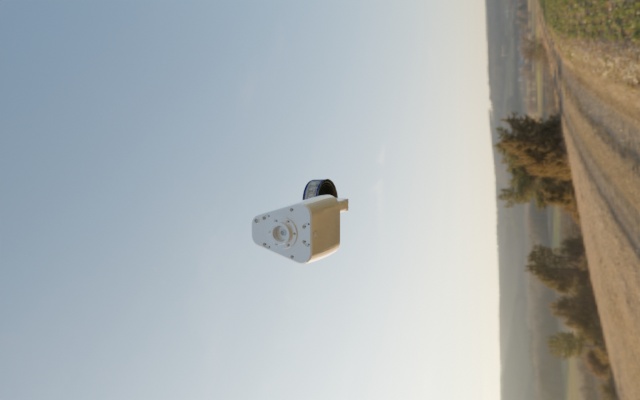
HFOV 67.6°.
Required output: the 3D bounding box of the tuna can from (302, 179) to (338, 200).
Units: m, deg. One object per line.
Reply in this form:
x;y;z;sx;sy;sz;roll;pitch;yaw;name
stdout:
0.000;0.003;0.887;0.034;0.086;0.086;0;0;27;tuna can
